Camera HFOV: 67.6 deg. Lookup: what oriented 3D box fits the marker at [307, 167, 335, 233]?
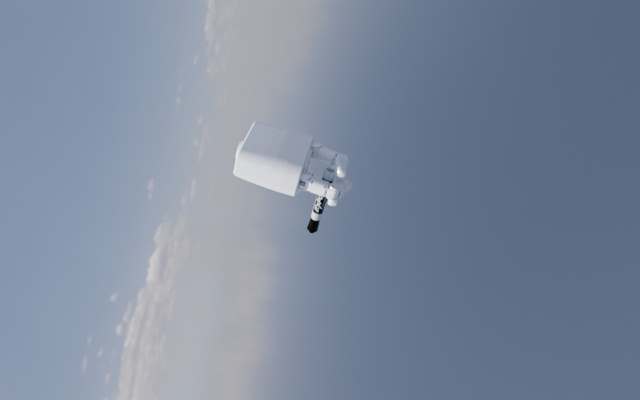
[{"bbox_3d":[0.000,0.003,0.789,0.020,0.121,0.020,13,28,-7],"label":"marker"}]
